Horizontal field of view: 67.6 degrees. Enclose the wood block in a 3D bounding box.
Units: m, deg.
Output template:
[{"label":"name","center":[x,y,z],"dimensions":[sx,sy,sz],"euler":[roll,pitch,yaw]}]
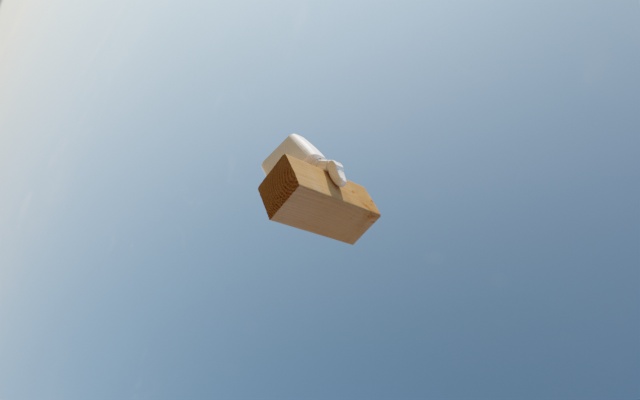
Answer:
[{"label":"wood block","center":[0.000,0.002,0.890],"dimensions":[0.206,0.091,0.090],"euler":[19,32,-39]}]
